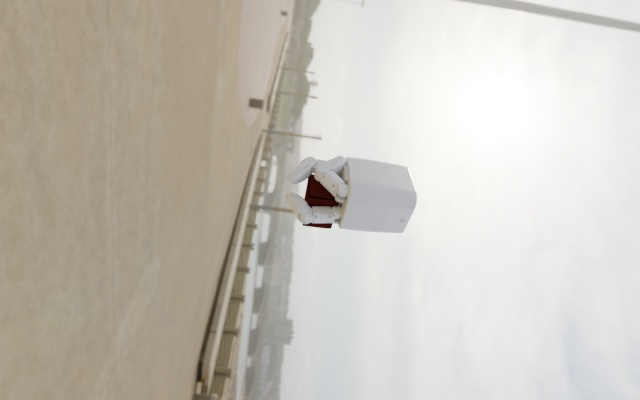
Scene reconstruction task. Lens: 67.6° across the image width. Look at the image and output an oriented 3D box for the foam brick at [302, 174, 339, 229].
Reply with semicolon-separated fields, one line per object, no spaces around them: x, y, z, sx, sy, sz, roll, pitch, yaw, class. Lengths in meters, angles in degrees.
0.000;0.003;0.788;0.051;0.053;0.078;6;-40;-6;foam brick
